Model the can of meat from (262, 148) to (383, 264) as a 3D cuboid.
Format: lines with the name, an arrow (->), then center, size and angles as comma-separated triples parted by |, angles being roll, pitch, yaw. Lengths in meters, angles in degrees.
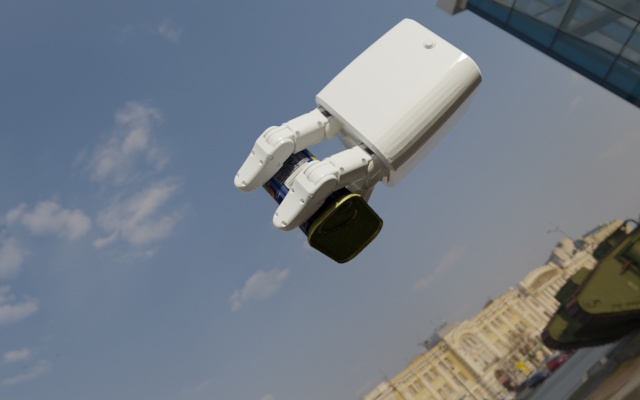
can of meat -> 0.000, 0.001, 0.430 | 0.084, 0.057, 0.102 | 47, 3, 29
